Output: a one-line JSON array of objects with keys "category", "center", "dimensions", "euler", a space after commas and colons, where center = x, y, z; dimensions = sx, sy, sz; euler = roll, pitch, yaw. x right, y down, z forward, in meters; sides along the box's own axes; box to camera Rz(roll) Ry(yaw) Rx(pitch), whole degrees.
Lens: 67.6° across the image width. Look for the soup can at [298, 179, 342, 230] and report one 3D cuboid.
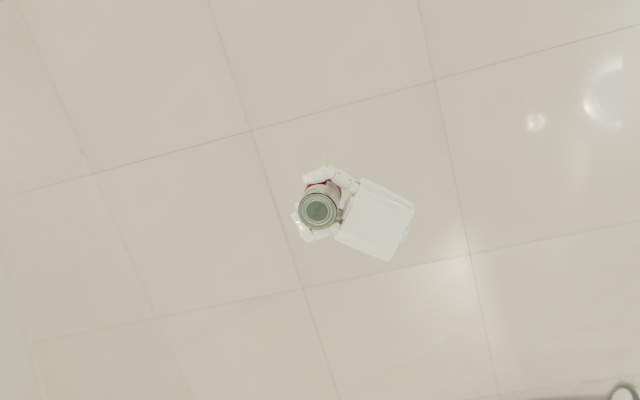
[{"category": "soup can", "center": [0.000, 0.003, 0.835], "dimensions": [0.068, 0.068, 0.102], "euler": [0, 19, 6]}]
